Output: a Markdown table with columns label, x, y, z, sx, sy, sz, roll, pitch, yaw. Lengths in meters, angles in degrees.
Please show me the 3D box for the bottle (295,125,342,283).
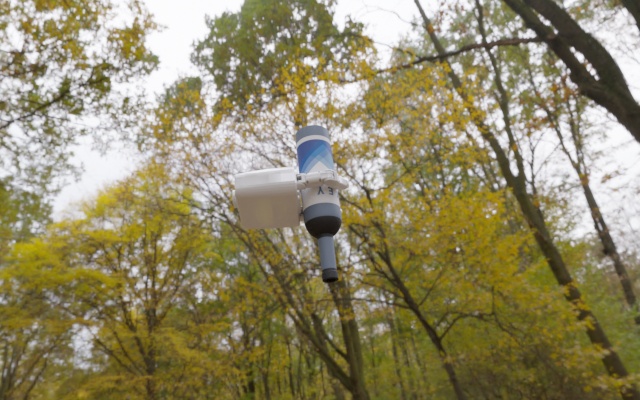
| label | x | y | z | sx | sy | sz | roll | pitch | yaw |
| --- | --- | --- | --- | --- | --- | --- | --- | --- | --- |
| bottle | 0.000 | 0.003 | 0.856 | 0.069 | 0.295 | 0.069 | -6 | -28 | -3 |
